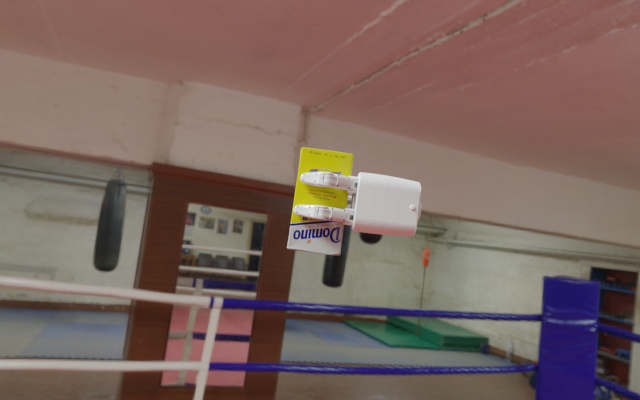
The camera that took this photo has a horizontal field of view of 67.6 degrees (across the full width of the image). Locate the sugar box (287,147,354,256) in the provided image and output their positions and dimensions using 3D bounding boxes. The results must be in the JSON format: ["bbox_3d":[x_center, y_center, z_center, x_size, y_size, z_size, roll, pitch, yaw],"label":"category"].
[{"bbox_3d":[0.000,0.003,0.824,0.093,0.176,0.048,7,-5,1],"label":"sugar box"}]
